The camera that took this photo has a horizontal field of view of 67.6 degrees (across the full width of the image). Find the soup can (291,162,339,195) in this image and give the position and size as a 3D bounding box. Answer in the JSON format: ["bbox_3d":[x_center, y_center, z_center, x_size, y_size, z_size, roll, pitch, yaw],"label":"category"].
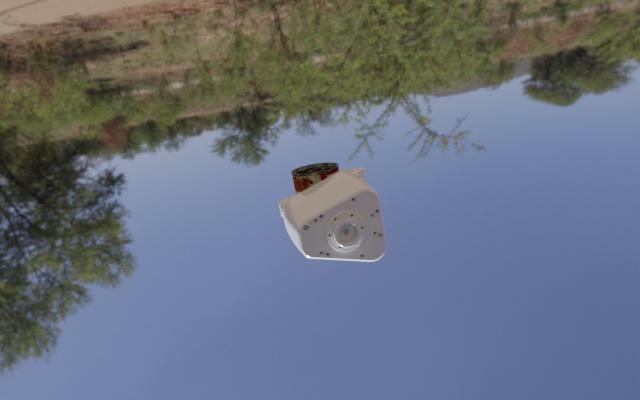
[{"bbox_3d":[0.000,0.002,0.689,0.068,0.102,0.068,-9,15,2],"label":"soup can"}]
